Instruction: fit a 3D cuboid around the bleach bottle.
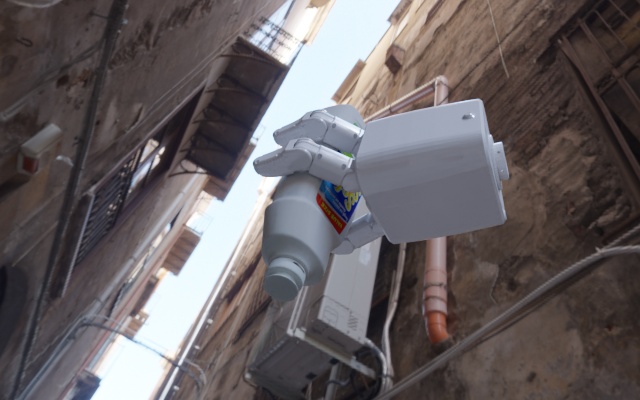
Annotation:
[{"bbox_3d":[0.000,0.001,0.466,0.068,0.103,0.250,-10,32,22],"label":"bleach bottle"}]
